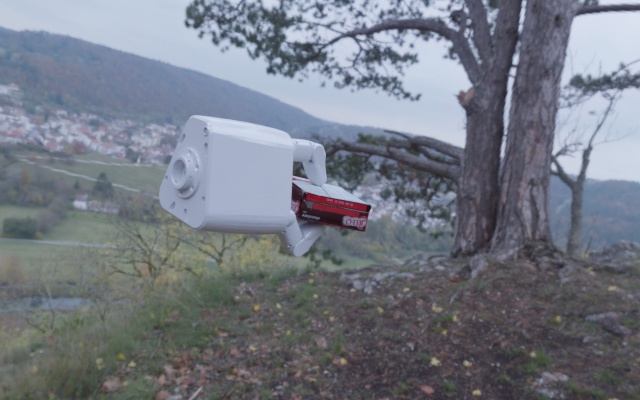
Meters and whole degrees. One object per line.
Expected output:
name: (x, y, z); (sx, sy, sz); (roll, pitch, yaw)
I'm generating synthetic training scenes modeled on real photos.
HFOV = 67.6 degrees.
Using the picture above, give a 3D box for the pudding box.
pudding box: (0.000, 0.002, 0.599); (0.090, 0.039, 0.113); (12, 10, -20)
